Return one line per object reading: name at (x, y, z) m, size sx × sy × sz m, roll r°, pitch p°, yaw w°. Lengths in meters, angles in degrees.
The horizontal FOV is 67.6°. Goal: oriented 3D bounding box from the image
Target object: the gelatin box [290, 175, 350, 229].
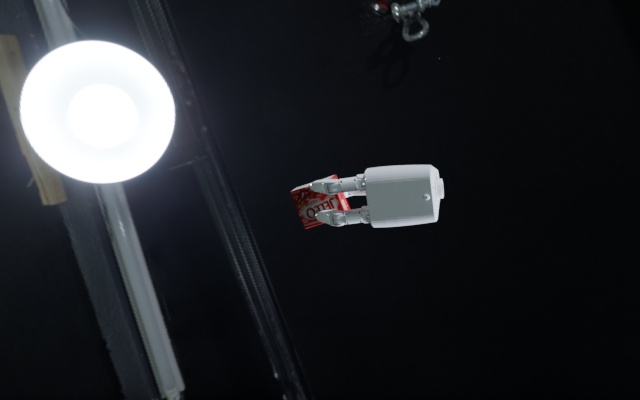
gelatin box at (0.000, 0.003, 0.842) m, size 0.089 × 0.073 × 0.030 m, roll -17°, pitch 9°, yaw 28°
